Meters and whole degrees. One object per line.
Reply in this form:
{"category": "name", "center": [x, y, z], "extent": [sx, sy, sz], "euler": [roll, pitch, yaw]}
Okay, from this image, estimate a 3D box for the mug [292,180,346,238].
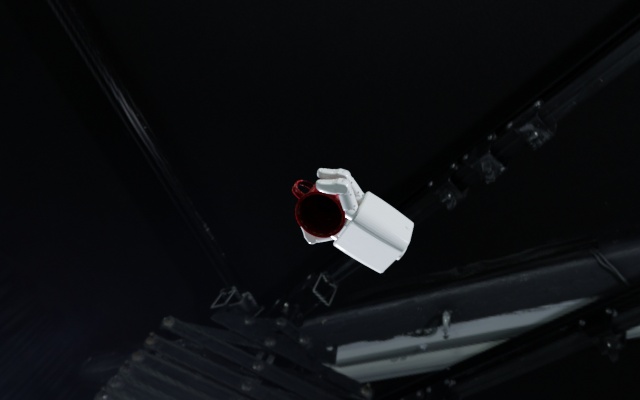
{"category": "mug", "center": [-0.001, 0.002, 0.883], "extent": [0.117, 0.093, 0.081], "euler": [34, 31, 0]}
